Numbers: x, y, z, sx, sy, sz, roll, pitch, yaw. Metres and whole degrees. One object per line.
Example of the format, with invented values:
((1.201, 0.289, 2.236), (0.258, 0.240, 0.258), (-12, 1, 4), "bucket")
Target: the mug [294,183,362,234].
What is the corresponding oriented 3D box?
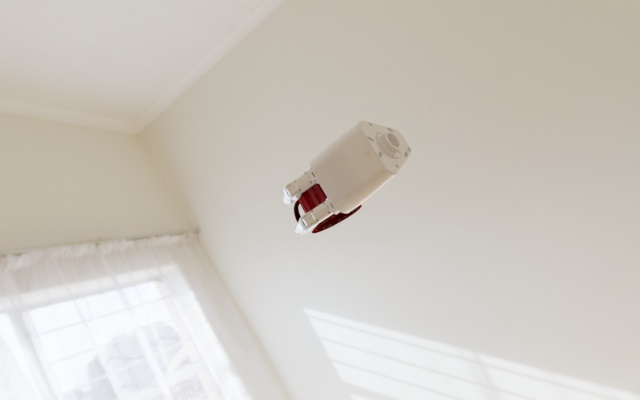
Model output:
((-0.001, 0.003, 0.791), (0.117, 0.081, 0.093), (-37, -13, 35), "mug")
